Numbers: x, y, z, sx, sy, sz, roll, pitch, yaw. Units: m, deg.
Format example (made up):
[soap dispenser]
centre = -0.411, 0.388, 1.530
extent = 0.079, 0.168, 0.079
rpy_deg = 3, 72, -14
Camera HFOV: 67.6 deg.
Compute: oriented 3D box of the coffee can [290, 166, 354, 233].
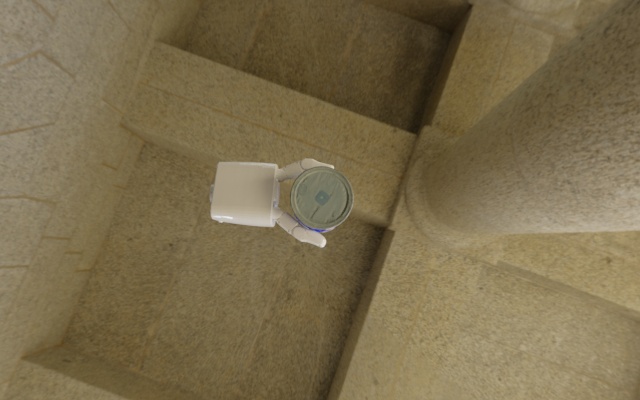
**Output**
[coffee can]
centre = 0.000, 0.003, 0.834
extent = 0.103, 0.103, 0.140
rpy_deg = 0, -6, -2
